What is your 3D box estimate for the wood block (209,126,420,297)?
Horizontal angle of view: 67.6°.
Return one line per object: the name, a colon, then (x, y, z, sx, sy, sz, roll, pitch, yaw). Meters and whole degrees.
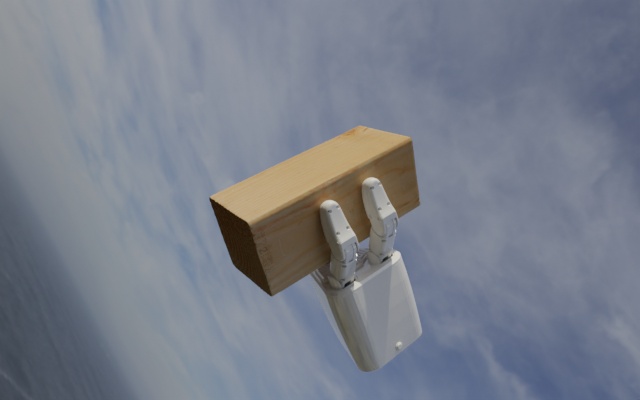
wood block: (0.000, 0.002, 0.520, 0.206, 0.090, 0.091, -28, 30, -27)
